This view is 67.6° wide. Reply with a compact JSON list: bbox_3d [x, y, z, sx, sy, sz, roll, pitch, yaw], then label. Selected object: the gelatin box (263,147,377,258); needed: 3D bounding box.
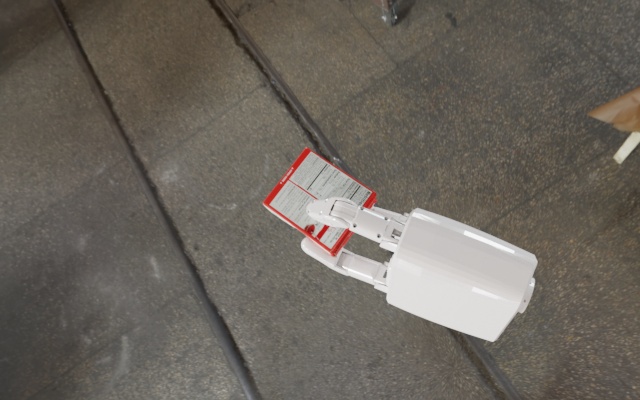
[{"bbox_3d":[0.000,0.001,0.474,0.089,0.073,0.030,35,-9,15],"label":"gelatin box"}]
